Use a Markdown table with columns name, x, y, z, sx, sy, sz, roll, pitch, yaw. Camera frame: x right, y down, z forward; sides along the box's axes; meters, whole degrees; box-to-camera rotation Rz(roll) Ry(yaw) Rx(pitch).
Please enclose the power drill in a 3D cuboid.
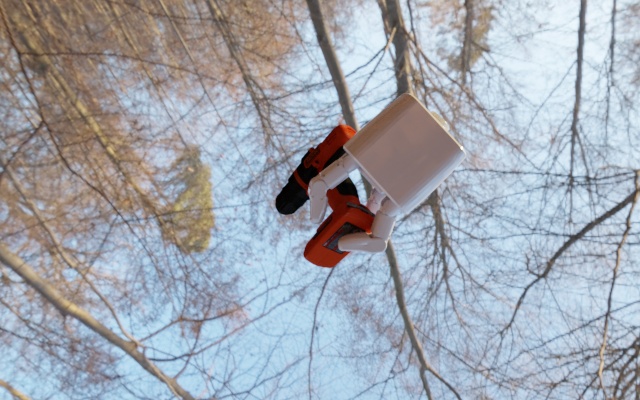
| name | x | y | z | sx | sy | sz | roll | pitch | yaw |
| --- | --- | --- | --- | --- | --- | --- | --- | --- | --- |
| power drill | 0.000 | 0.002 | 0.689 | 0.057 | 0.187 | 0.184 | 23 | -57 | -31 |
